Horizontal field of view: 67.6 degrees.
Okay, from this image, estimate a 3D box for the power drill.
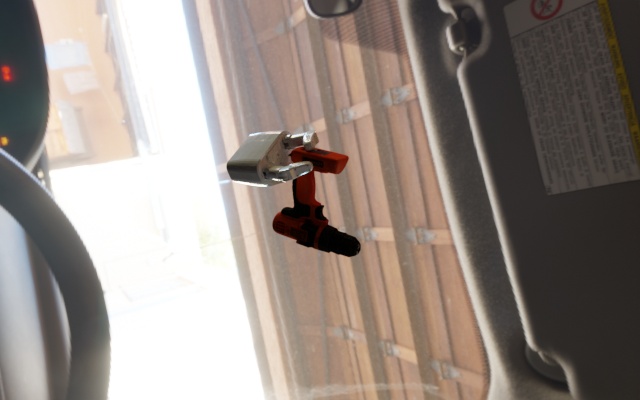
[{"bbox_3d":[0.000,0.002,0.888,0.184,0.188,0.057,17,20,22],"label":"power drill"}]
